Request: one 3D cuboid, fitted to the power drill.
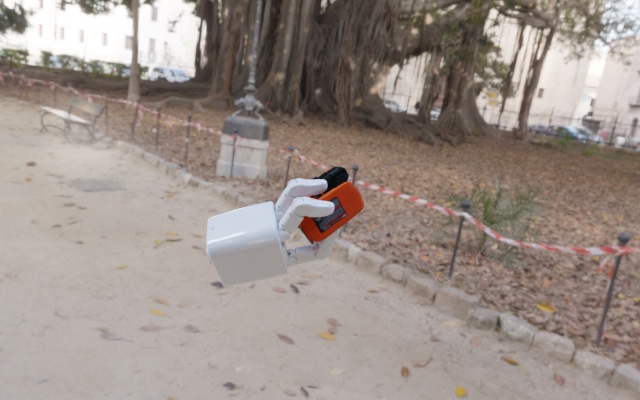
[{"bbox_3d":[0.000,0.003,0.806,0.184,0.057,0.187,-37,14,-14],"label":"power drill"}]
